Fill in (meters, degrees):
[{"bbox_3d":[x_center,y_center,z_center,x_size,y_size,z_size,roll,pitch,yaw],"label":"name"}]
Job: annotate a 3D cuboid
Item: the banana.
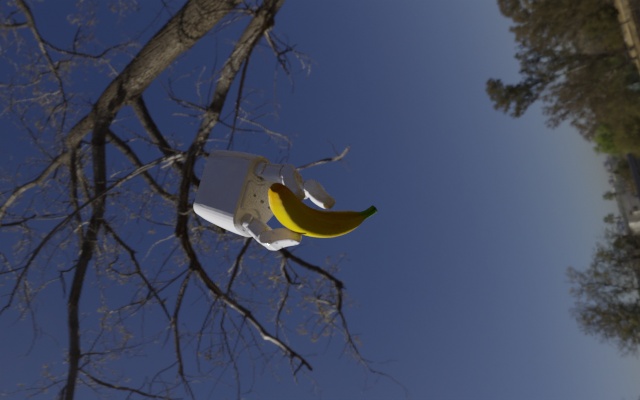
[{"bbox_3d":[-0.007,0.017,0.627,0.198,0.070,0.037,11,29,-48],"label":"banana"}]
